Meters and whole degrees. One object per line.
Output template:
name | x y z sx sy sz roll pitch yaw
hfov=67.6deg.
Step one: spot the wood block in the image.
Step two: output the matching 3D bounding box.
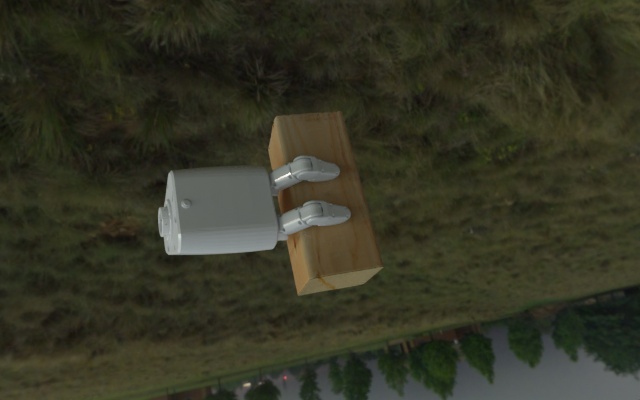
wood block | 0.000 0.002 0.597 0.090 0.206 0.091 -7 -21 -15
